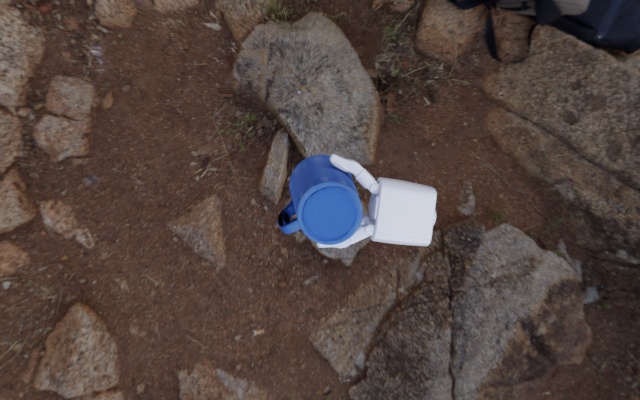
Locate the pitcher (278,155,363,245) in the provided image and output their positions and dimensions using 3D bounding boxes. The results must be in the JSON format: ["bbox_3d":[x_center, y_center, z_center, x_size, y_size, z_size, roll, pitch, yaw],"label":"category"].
[{"bbox_3d":[0.000,0.003,0.882,0.145,0.149,0.242,9,12,-5],"label":"pitcher"}]
